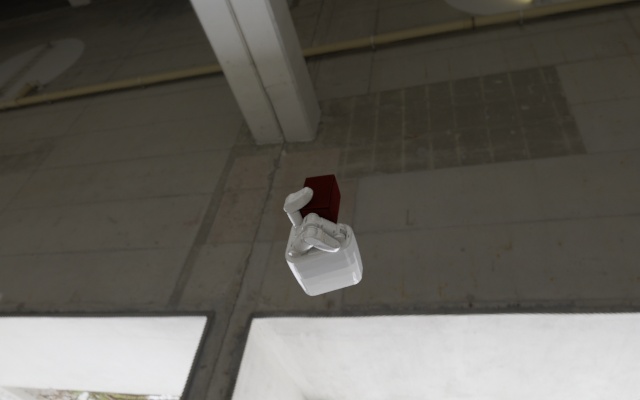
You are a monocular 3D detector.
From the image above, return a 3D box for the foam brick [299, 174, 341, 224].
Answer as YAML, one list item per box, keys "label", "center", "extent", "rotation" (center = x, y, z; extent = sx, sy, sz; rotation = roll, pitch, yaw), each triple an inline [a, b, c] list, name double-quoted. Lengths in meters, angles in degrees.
- label: "foam brick"
  center: [0.000, 0.002, 0.802]
  extent: [0.053, 0.078, 0.051]
  rotation: [-5, -45, 17]
